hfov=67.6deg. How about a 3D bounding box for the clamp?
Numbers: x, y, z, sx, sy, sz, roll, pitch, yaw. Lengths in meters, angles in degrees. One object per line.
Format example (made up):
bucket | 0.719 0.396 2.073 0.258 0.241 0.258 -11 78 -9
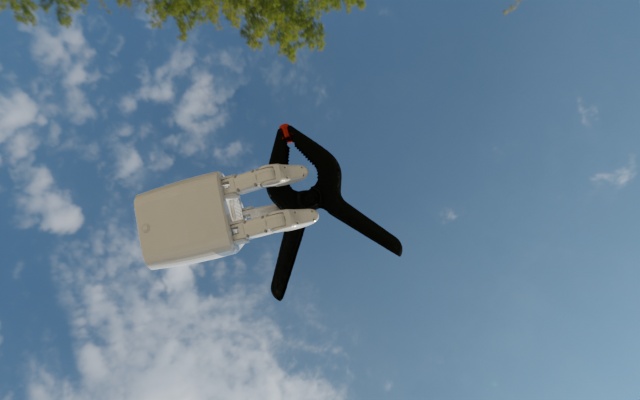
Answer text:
clamp | 0.000 0.002 0.587 0.164 0.210 0.036 -14 -10 1
